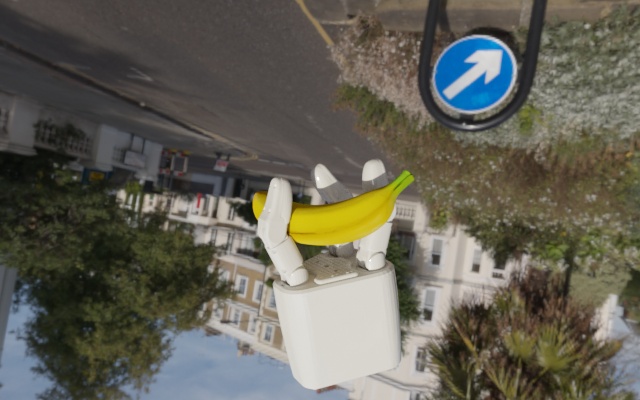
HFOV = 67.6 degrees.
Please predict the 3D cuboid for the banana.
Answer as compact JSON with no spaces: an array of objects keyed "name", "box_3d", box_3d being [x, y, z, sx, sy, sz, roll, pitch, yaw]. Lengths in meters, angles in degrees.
[{"name":"banana","box_3d":[-0.006,0.013,0.456,0.198,0.037,0.069,-4,35,39]}]
